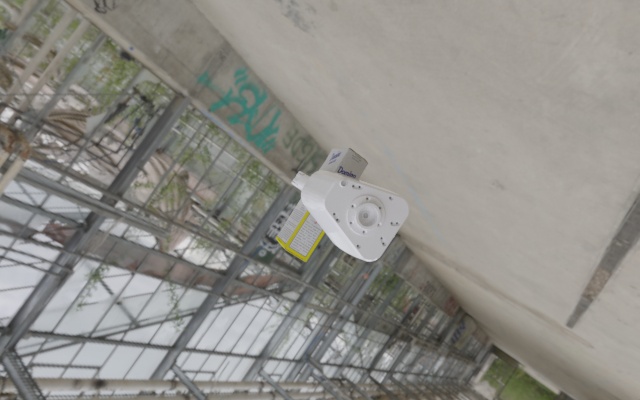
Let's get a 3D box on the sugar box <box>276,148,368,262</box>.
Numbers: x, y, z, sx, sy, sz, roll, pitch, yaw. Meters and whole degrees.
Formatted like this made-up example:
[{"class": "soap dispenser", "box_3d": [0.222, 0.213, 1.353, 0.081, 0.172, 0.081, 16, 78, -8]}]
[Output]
[{"class": "sugar box", "box_3d": [0.001, 0.003, 0.737, 0.048, 0.176, 0.093, 36, -3, -15]}]
